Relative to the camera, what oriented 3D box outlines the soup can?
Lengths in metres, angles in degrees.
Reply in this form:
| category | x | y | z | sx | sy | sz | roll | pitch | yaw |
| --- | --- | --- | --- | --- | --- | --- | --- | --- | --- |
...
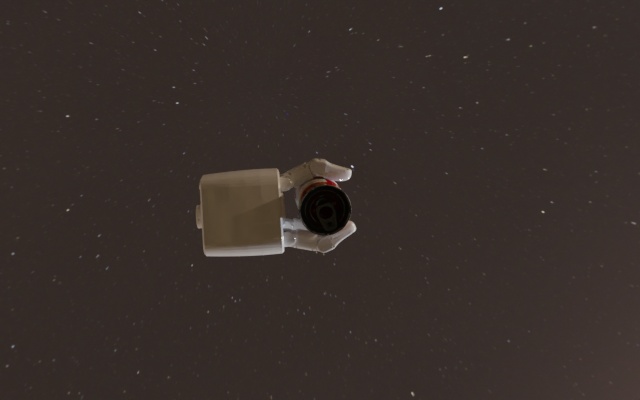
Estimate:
| category | x | y | z | sx | sy | sz | roll | pitch | yaw |
| --- | --- | --- | --- | --- | --- | --- | --- | --- | --- |
| soup can | 0.001 | 0.002 | 0.661 | 0.068 | 0.068 | 0.102 | 0 | 13 | -7 |
